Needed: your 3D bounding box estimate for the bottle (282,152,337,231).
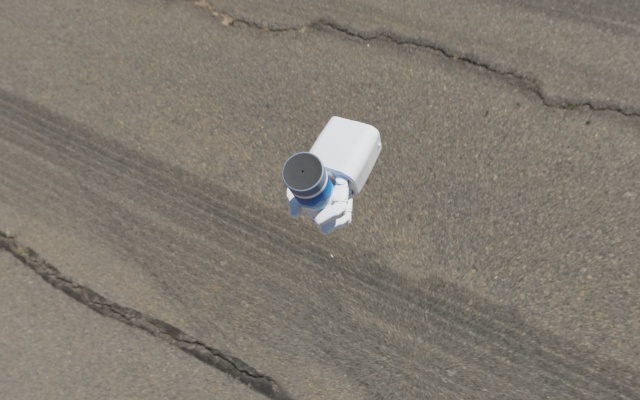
[{"bbox_3d":[0.000,0.003,0.872,0.069,0.069,0.296,0,-19,12],"label":"bottle"}]
